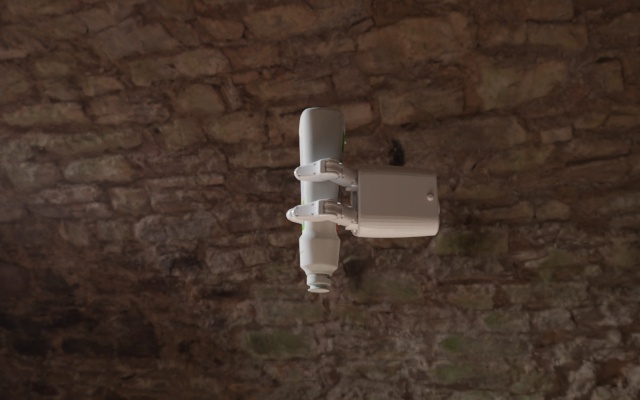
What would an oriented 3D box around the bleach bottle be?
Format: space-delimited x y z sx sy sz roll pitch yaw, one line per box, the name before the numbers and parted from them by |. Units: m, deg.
bleach bottle | 0.000 0.002 0.670 0.068 0.250 0.103 1 -19 0
